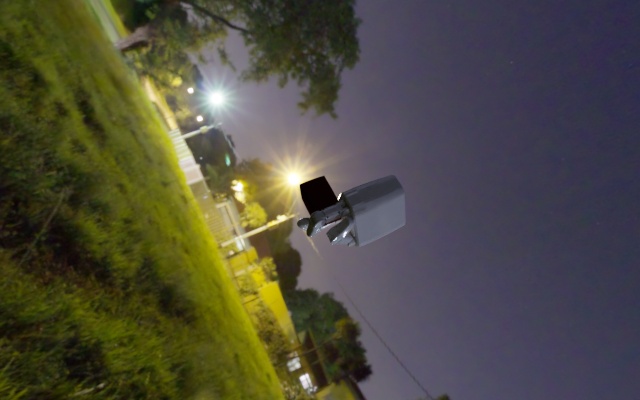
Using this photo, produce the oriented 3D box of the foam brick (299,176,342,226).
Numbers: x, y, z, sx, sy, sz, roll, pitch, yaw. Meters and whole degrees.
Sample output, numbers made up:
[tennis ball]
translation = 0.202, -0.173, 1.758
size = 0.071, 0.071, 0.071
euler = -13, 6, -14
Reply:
[foam brick]
translation = 0.000, 0.003, 0.893
size = 0.051, 0.078, 0.053
euler = -23, -29, -10
